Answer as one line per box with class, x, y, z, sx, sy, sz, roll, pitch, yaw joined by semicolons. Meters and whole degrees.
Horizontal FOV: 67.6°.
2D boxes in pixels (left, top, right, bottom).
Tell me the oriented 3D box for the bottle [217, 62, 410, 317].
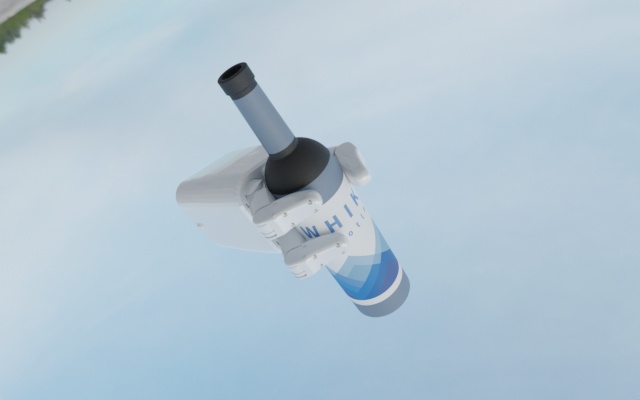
bottle;0.000;0.002;0.451;0.069;0.069;0.296;0;-43;40
